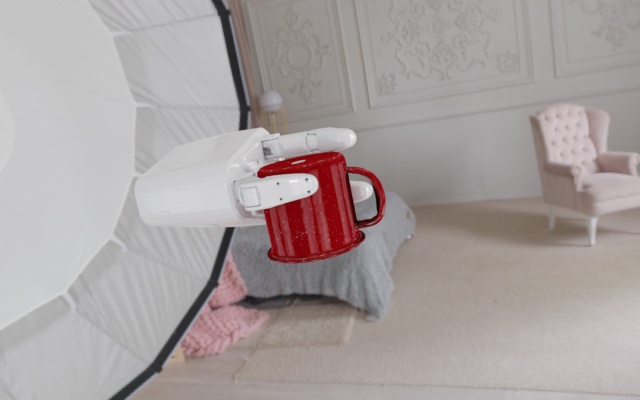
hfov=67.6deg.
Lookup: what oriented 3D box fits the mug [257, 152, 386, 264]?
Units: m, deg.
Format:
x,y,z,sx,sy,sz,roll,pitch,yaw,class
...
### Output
x,y,z,sx,sy,sz,roll,pitch,yaw,class
0.001,0.001,0.432,0.117,0.081,0.093,-7,12,19,mug
